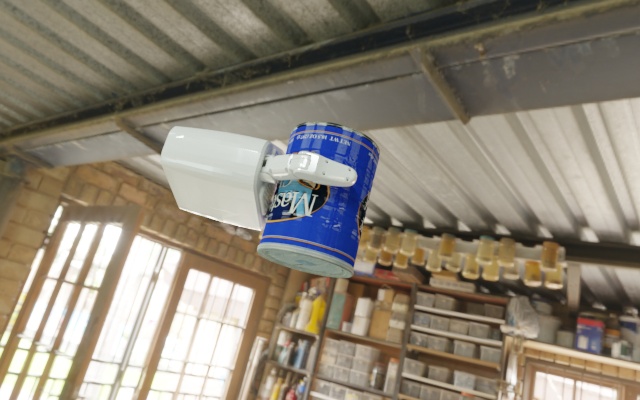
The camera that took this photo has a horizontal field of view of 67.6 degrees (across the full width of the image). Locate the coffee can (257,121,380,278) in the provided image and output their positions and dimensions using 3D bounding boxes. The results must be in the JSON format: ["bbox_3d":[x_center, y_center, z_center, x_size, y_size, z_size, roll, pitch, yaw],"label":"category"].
[{"bbox_3d":[0.000,0.002,0.514,0.103,0.140,0.103,13,-17,4],"label":"coffee can"}]
